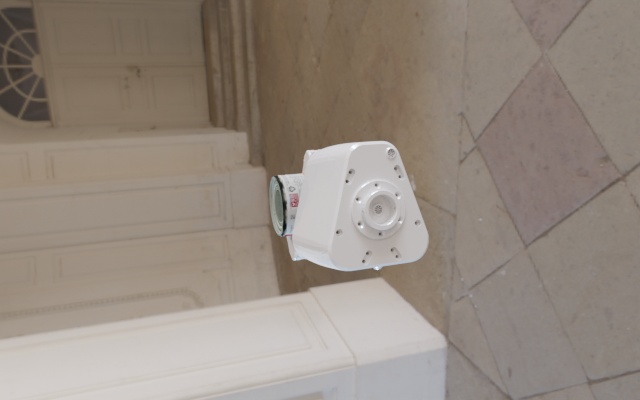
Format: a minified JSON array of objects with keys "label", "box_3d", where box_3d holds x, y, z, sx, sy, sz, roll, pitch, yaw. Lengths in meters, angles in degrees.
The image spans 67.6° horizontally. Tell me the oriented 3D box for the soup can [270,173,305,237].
[{"label":"soup can","box_3d":[0.000,0.002,0.531,0.102,0.068,0.068,-6,2,-17]}]
